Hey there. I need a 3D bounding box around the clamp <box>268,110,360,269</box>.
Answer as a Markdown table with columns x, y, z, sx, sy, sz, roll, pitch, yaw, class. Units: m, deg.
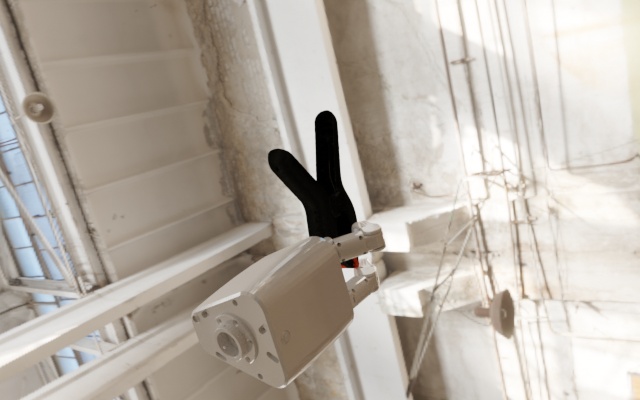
| x | y | z | sx | sy | sz | roll | pitch | yaw | class |
| --- | --- | --- | --- | --- | --- | --- | --- | --- | --- |
| 0.000 | 0.002 | 0.488 | 0.039 | 0.171 | 0.120 | -5 | 17 | 37 | clamp |
